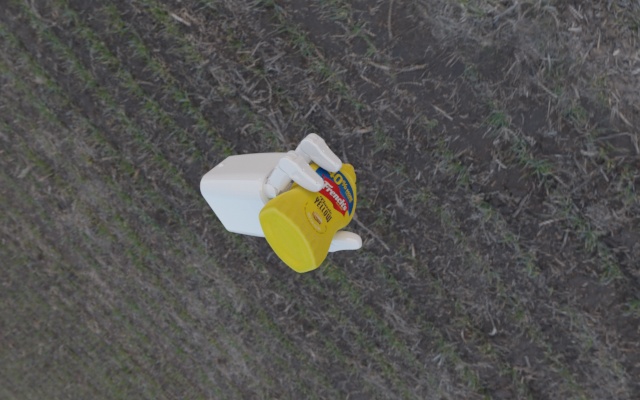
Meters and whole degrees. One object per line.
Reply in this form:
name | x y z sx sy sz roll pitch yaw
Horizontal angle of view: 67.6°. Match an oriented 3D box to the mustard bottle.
mustard bottle | 0.000 0.002 0.633 0.058 0.096 0.191 -25 16 38
